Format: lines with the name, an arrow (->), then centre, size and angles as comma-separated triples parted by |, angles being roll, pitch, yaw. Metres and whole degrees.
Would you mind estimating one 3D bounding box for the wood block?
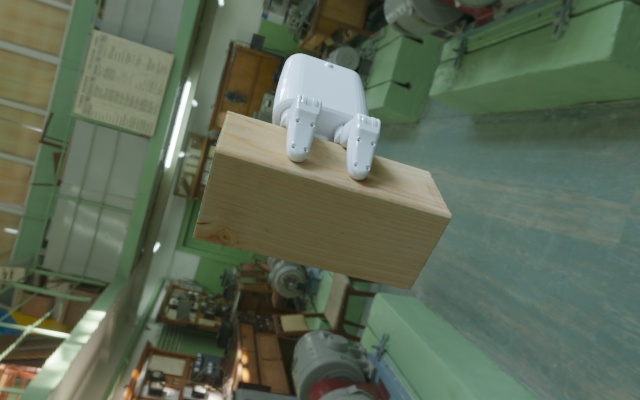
wood block -> 0.000, 0.001, 0.444 | 0.206, 0.091, 0.090 | 15, 29, -12
